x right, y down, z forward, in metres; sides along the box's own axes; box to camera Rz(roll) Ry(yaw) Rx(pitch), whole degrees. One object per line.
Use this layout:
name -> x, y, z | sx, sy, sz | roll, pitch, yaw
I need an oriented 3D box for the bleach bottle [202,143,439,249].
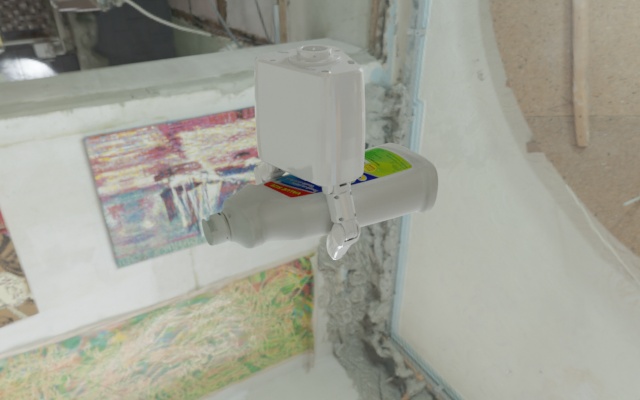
bleach bottle -> 0.000, 0.002, 0.518 | 0.251, 0.068, 0.102 | -17, 34, -26
